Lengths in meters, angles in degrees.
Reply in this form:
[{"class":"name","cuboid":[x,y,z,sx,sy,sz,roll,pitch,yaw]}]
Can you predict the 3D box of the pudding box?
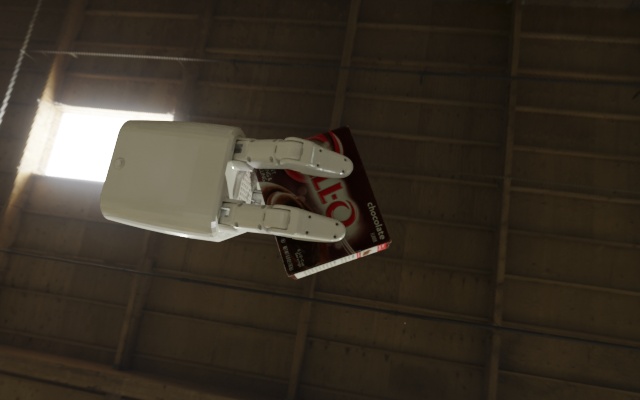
[{"class":"pudding box","cuboid":[0.000,0.001,0.415,0.090,0.113,0.039,-19,-14,0]}]
